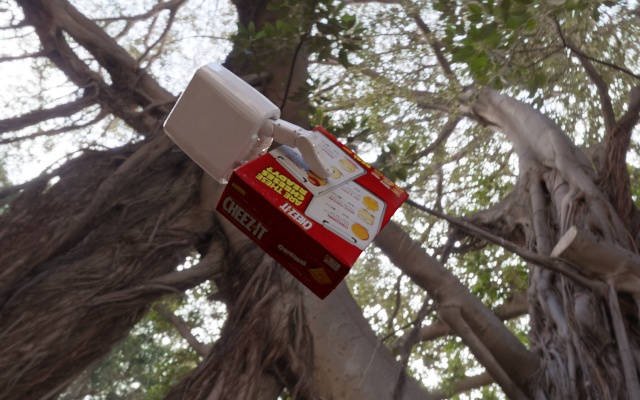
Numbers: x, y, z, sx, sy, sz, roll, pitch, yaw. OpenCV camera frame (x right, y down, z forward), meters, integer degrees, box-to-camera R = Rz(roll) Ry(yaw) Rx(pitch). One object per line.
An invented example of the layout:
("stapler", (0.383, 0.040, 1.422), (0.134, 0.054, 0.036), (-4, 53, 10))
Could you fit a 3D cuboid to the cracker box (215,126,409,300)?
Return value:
("cracker box", (0.000, 0.002, 0.599), (0.164, 0.072, 0.213), (39, 34, 8))
